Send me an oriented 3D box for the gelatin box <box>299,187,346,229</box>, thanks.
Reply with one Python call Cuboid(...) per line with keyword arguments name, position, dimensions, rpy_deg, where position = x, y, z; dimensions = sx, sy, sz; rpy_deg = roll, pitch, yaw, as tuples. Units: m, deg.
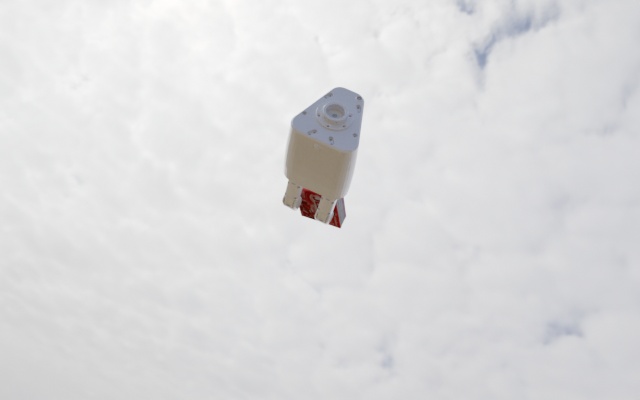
Cuboid(name="gelatin box", position=(0.000, 0.002, 0.763), dimensions=(0.073, 0.030, 0.089), rpy_deg=(17, -29, 19))
